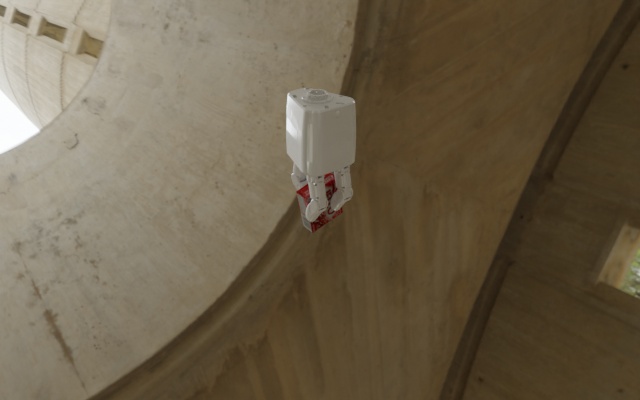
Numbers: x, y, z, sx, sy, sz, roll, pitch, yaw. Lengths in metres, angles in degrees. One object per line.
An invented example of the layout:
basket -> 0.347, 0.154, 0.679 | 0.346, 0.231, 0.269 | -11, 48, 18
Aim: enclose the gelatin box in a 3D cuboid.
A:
gelatin box -> 0.000, 0.003, 0.837 | 0.073, 0.089, 0.030 | -34, 48, -24
